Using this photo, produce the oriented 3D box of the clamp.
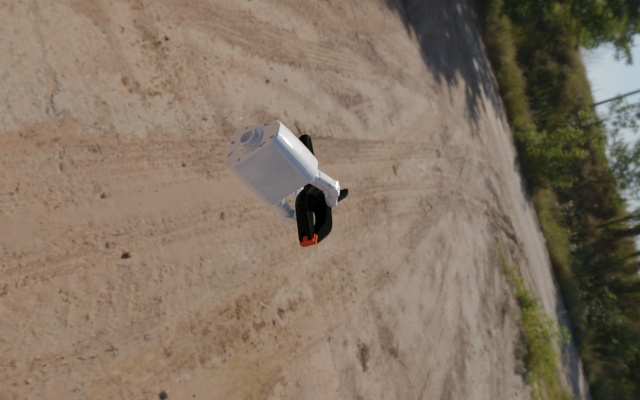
[{"bbox_3d":[0.001,0.003,0.865,0.036,0.209,0.165,-18,-44,28],"label":"clamp"}]
